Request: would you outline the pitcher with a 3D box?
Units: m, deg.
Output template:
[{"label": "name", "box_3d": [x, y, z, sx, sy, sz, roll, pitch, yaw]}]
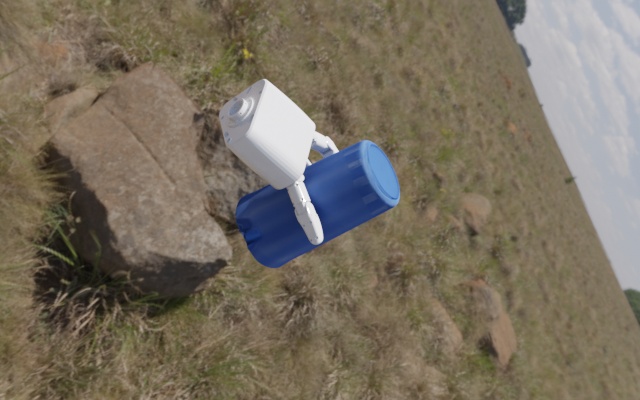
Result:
[{"label": "pitcher", "box_3d": [0.000, 0.002, 0.756, 0.243, 0.149, 0.145, -26, -47, 27]}]
